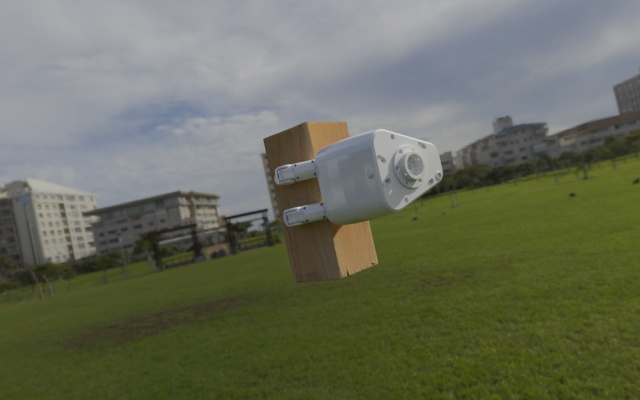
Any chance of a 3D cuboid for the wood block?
[{"bbox_3d":[0.001,0.002,0.669,0.090,0.206,0.091,-13,-2,42],"label":"wood block"}]
